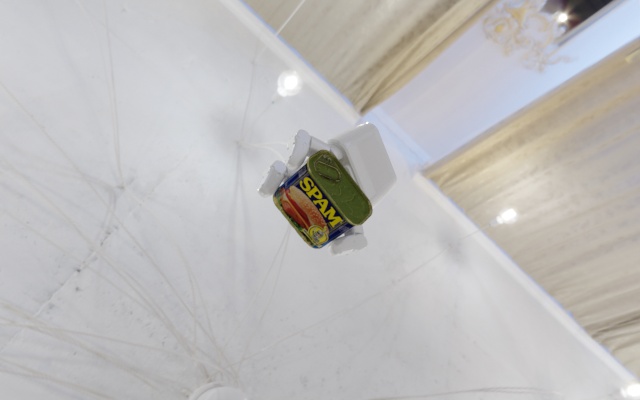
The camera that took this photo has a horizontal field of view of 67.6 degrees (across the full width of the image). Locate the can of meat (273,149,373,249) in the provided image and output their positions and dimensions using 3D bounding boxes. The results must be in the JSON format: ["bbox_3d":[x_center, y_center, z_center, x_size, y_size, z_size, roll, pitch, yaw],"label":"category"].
[{"bbox_3d":[0.000,0.002,0.598,0.084,0.102,0.057,-37,1,40],"label":"can of meat"}]
